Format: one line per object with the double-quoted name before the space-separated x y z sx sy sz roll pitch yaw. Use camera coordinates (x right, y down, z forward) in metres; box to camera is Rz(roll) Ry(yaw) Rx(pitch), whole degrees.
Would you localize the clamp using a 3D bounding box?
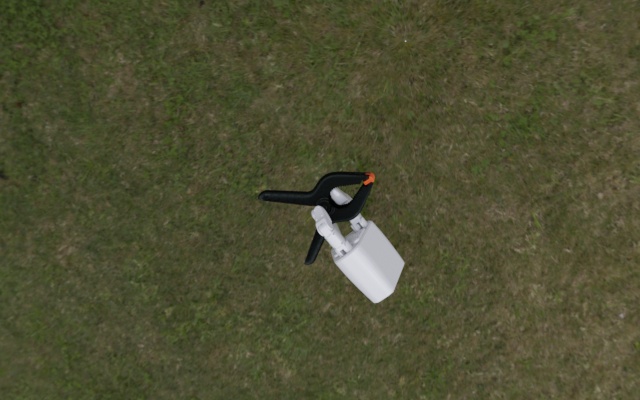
"clamp" 0.001 0.003 0.861 0.210 0.164 0.036 -38 9 19
